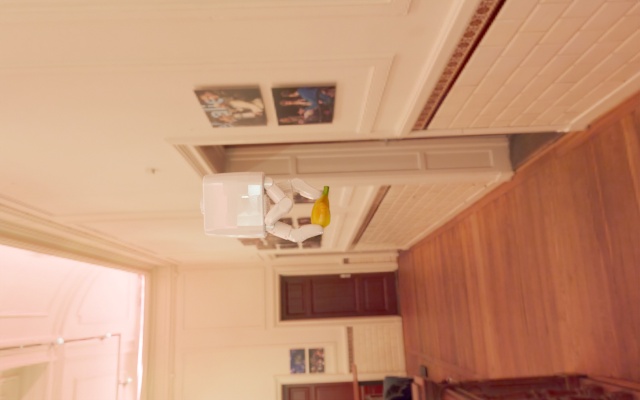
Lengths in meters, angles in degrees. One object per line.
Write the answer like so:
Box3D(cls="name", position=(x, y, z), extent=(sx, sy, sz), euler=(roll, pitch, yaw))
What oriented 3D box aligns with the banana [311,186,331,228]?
Box3D(cls="banana", position=(0.000, 0.021, 0.905), extent=(0.037, 0.069, 0.197), euler=(0, 11, 0))
